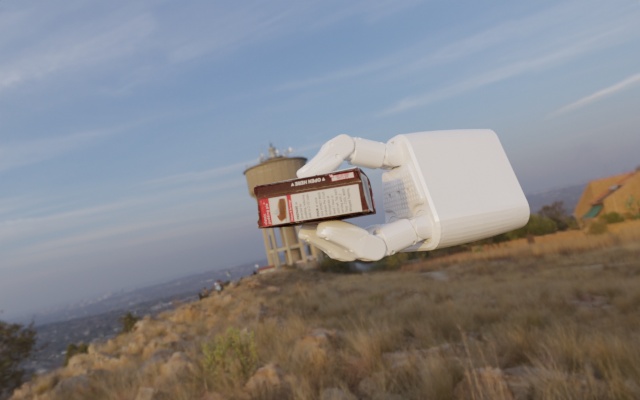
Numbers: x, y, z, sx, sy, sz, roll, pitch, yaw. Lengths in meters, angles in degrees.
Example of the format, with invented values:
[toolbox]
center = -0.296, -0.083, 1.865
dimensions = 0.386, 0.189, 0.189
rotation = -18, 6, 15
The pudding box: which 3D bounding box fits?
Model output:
[pudding box]
center = 0.000, 0.001, 0.422
dimensions = 0.090, 0.039, 0.113
rotation = -10, -6, 9
